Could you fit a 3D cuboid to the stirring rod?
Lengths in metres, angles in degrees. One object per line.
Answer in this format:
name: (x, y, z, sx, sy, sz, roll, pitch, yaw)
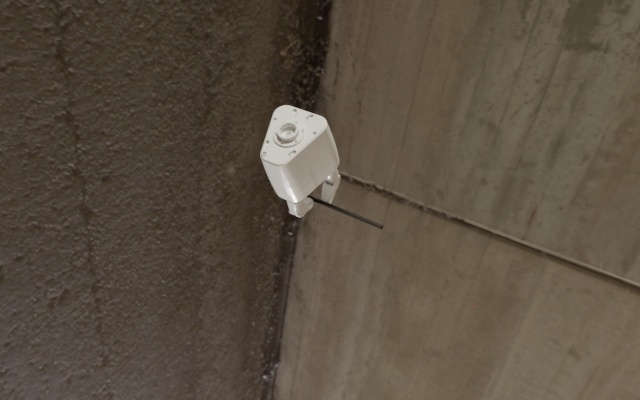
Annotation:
stirring rod: (0.000, 0.003, 0.845, 0.239, 0.011, 0.011, 22, 9, 22)
